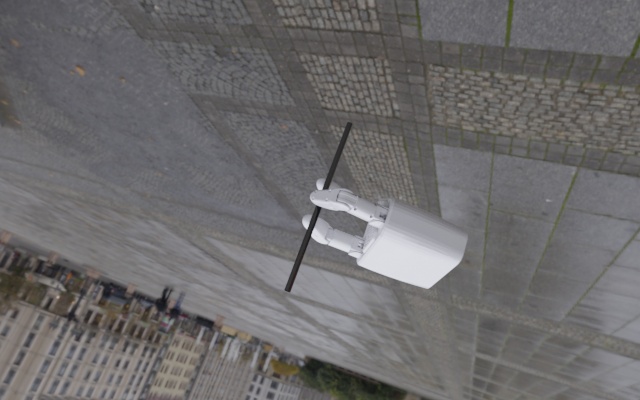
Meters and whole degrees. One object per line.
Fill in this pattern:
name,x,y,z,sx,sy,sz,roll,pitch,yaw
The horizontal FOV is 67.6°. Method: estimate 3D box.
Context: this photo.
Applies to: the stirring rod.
stirring rod,0.000,0.002,0.610,0.011,0.239,0.011,18,-19,7
